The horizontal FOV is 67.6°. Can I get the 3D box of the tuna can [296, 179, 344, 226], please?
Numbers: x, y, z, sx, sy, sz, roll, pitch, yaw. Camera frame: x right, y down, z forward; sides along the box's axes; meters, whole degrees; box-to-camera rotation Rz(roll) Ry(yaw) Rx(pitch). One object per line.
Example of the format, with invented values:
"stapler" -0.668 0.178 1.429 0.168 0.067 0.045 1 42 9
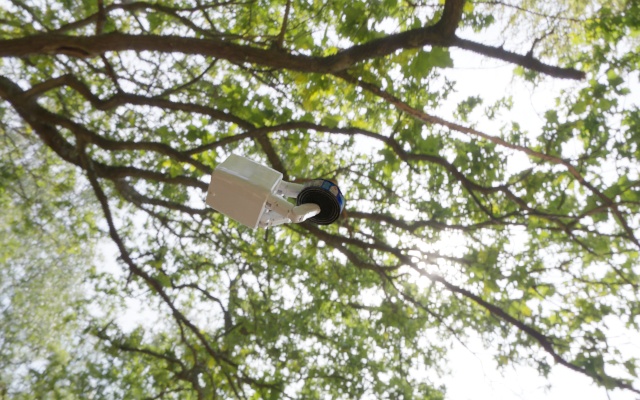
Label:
"tuna can" 0.000 0.003 0.878 0.086 0.086 0.033 0 35 22
